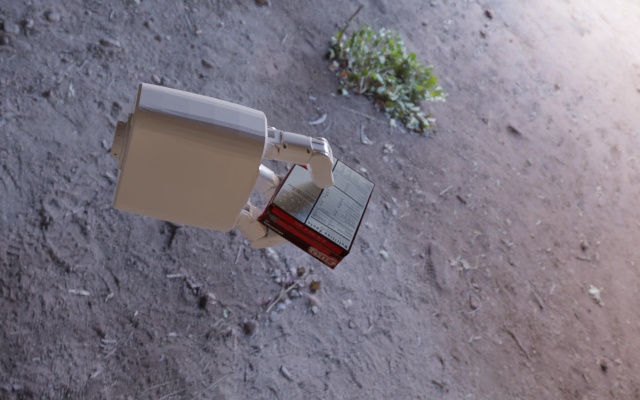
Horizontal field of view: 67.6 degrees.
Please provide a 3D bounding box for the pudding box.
[{"bbox_3d":[0.000,0.001,0.489,0.090,0.113,0.039,34,-44,-7],"label":"pudding box"}]
